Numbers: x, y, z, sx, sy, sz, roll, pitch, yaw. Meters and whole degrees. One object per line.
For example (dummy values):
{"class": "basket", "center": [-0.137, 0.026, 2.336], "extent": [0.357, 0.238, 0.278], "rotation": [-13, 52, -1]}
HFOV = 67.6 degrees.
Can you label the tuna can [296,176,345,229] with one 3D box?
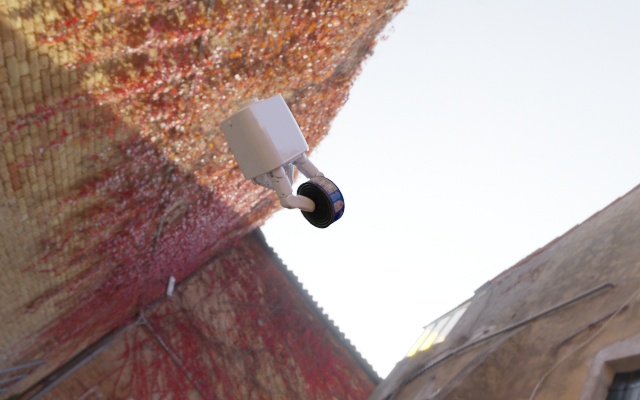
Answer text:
{"class": "tuna can", "center": [0.001, 0.002, 0.800], "extent": [0.086, 0.086, 0.033], "rotation": [0, 23, 47]}
